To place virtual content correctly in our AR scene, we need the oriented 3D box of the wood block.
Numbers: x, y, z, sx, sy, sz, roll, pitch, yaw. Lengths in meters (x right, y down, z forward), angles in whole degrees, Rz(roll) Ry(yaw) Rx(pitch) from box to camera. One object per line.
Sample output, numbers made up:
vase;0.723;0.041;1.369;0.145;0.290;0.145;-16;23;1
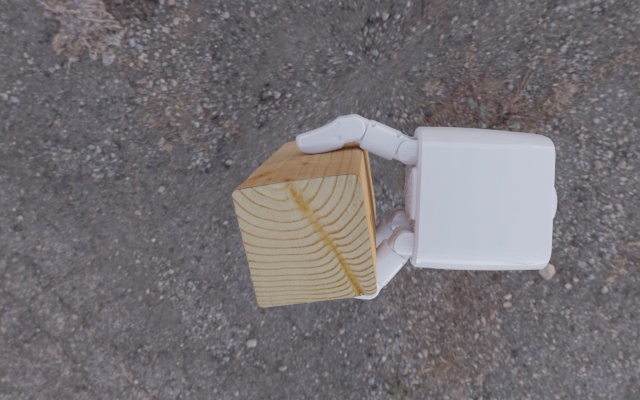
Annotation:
wood block;0.000;0.001;0.425;0.090;0.091;0.206;-8;15;8
